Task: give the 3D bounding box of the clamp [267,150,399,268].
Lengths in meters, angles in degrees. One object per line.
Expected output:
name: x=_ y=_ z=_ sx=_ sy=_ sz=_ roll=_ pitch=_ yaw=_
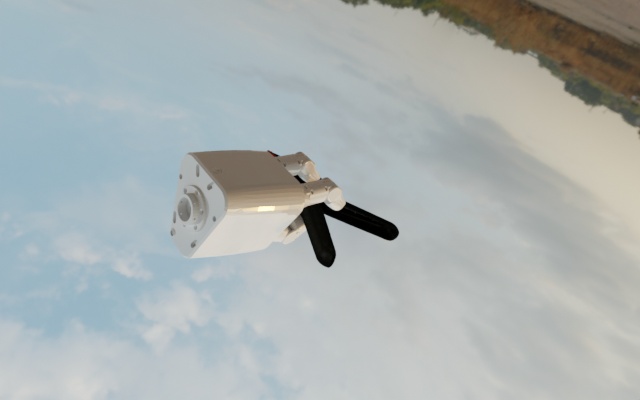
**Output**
clamp: x=-0.001 y=0.002 z=0.641 sx=0.164 sy=0.036 sz=0.210 roll=-5 pitch=41 yaw=-48
